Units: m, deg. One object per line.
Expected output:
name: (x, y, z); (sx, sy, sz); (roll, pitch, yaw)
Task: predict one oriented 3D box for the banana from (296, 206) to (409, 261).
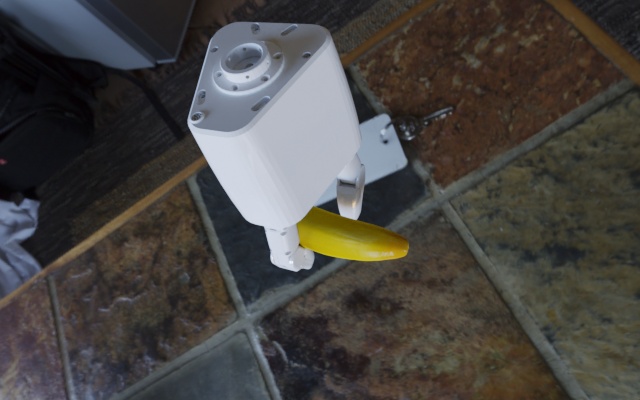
banana: (-0.016, 0.009, 0.434); (0.069, 0.037, 0.197); (-35, 49, -29)
